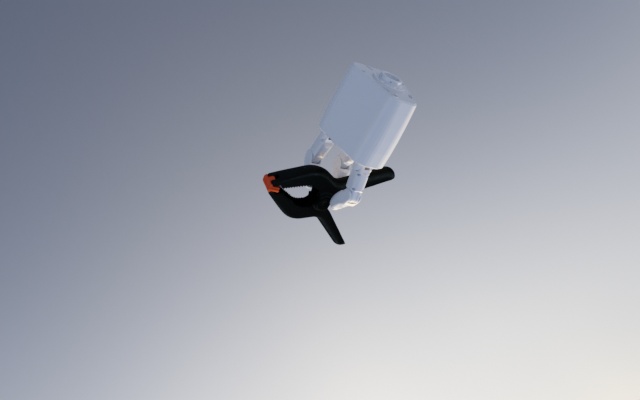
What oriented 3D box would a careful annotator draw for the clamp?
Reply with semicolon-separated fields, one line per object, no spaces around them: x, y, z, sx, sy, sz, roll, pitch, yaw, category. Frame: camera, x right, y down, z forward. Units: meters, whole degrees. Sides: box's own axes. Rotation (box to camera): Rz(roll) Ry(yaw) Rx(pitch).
0.000;0.003;0.747;0.210;0.165;0.036;7;35;-33;clamp
